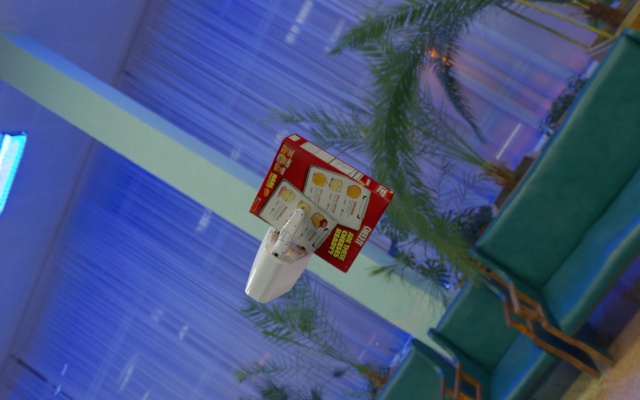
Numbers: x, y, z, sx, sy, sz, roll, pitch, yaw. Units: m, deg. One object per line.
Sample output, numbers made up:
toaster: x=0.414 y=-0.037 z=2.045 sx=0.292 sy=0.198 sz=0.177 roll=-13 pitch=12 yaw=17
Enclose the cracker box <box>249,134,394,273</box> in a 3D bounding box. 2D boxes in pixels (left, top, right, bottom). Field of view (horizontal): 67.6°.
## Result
cracker box: x=0.000 y=0.003 z=0.863 sx=0.213 sy=0.164 sz=0.072 roll=31 pitch=24 yaw=6
